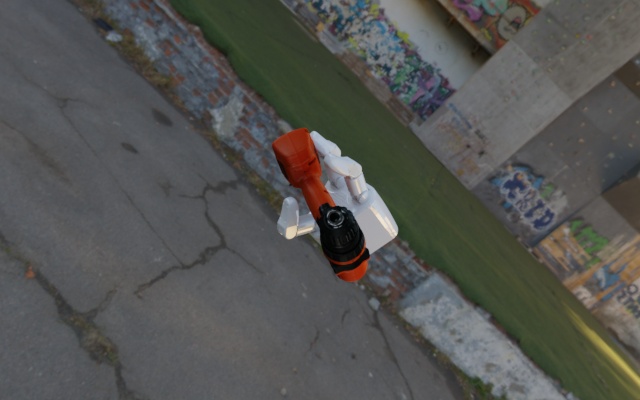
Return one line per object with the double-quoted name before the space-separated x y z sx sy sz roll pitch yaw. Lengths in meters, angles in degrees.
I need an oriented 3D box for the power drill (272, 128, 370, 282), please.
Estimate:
"power drill" 0.000 0.002 0.604 0.057 0.187 0.184 -24 -26 -4
